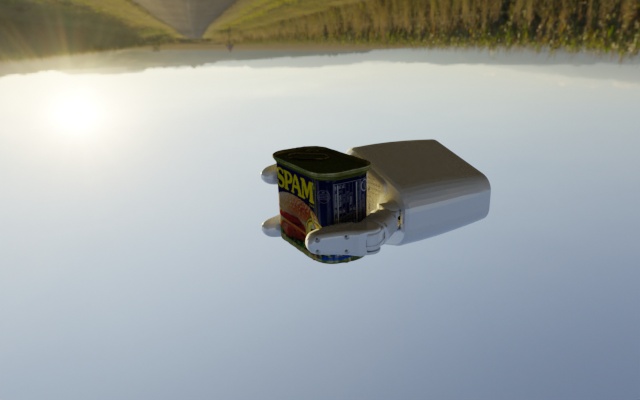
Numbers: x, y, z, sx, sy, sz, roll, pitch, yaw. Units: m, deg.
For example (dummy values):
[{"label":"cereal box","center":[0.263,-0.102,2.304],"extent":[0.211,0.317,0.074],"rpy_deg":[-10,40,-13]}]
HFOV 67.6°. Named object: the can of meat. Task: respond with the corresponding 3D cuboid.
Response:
[{"label":"can of meat","center":[0.000,0.002,0.435],"extent":[0.057,0.084,0.102],"rpy_deg":[-13,22,-28]}]
